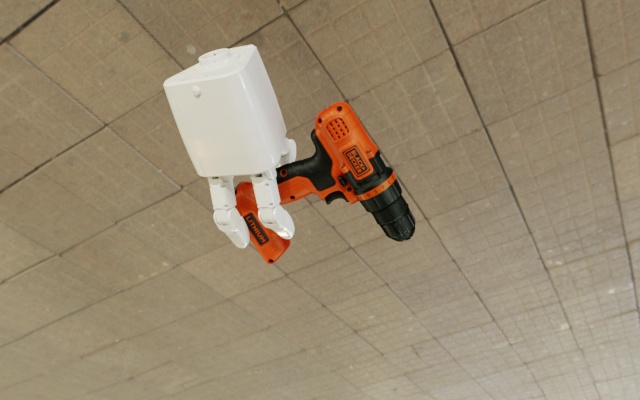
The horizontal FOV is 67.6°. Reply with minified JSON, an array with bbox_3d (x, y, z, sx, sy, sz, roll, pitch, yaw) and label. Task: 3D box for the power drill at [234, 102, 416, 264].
[{"bbox_3d":[0.000,0.002,0.576,0.188,0.184,0.057,-29,11,13],"label":"power drill"}]
